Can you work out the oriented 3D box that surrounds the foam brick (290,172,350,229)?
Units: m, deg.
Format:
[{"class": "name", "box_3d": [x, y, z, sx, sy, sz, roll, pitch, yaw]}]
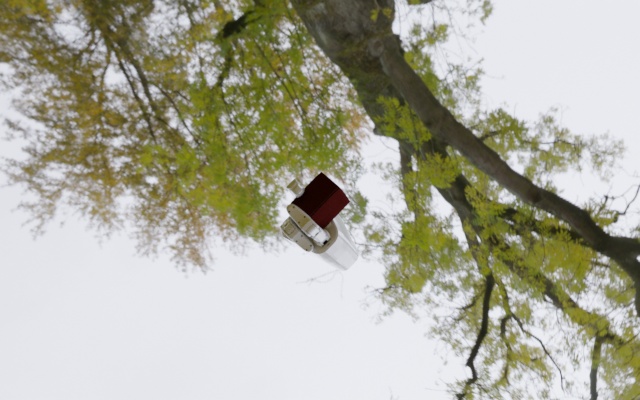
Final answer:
[{"class": "foam brick", "box_3d": [0.000, 0.002, 0.801, 0.053, 0.078, 0.051, 45, 0, 39]}]
